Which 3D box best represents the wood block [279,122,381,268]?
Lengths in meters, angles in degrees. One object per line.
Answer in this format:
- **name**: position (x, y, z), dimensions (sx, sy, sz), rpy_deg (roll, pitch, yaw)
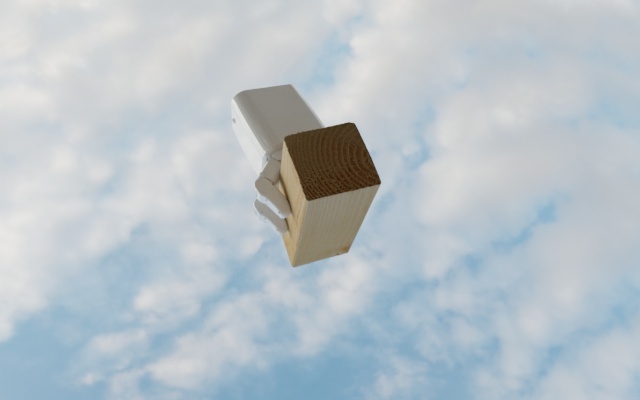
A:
- **wood block**: position (0.000, 0.002, 0.622), dimensions (0.091, 0.090, 0.206), rpy_deg (-14, -25, -15)
